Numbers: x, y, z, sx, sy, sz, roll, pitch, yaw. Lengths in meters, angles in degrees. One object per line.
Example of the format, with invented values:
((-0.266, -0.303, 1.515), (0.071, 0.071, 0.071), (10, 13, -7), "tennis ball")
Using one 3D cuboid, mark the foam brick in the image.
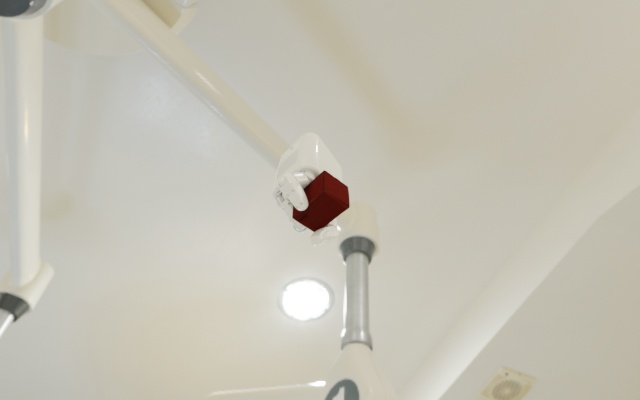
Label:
((0.000, 0.002, 0.738), (0.053, 0.051, 0.078), (34, -55, -25), "foam brick")
